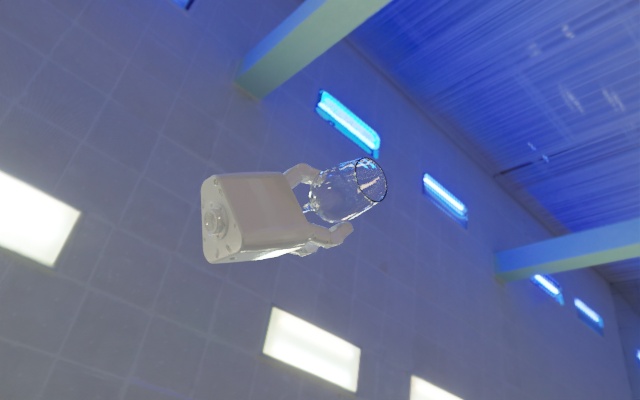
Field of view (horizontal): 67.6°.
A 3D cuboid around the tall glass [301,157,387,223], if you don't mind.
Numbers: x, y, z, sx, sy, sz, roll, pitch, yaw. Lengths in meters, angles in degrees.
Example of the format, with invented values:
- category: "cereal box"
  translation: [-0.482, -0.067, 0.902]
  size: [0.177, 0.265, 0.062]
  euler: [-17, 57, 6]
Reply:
- category: "tall glass"
  translation: [0.000, 0.002, 0.683]
  size: [0.079, 0.079, 0.201]
  euler: [0, -17, -44]
